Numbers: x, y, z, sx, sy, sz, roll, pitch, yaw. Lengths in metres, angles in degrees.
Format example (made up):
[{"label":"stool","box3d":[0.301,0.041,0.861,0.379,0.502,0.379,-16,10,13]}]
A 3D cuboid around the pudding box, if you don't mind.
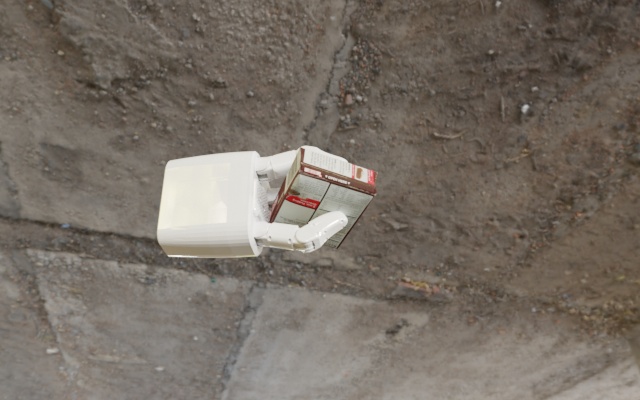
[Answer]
[{"label":"pudding box","box3d":[0.000,0.002,0.534,0.090,0.039,0.114,16,-40,-13]}]
